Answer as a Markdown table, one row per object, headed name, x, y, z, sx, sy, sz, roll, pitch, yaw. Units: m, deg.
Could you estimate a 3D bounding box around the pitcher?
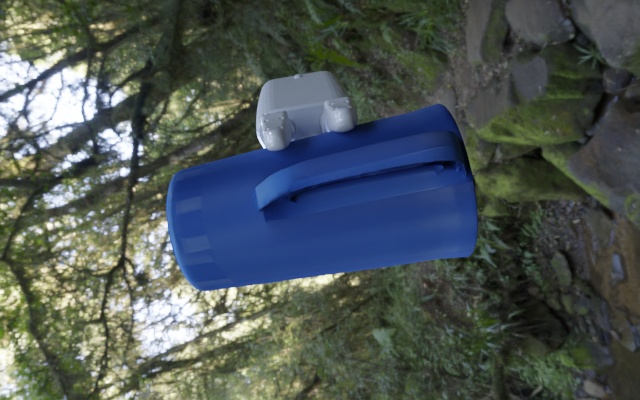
| name | x | y | z | sx | sy | sz | roll | pitch | yaw |
| --- | --- | --- | --- | --- | --- | --- | --- | --- | --- |
| pitcher | 0.000 | 0.001 | 0.405 | 0.243 | 0.149 | 0.145 | -11 | 32 | 1 |
